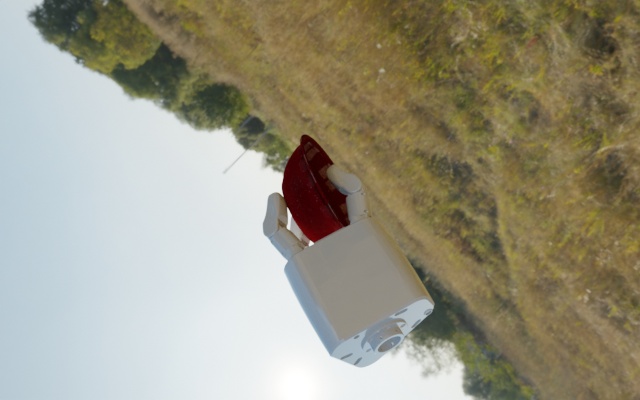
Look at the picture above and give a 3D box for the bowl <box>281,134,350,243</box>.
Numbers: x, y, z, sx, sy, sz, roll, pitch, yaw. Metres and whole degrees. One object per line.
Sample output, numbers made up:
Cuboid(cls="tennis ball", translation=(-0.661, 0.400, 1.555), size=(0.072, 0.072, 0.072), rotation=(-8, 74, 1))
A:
Cuboid(cls="bowl", translation=(0.000, 0.001, 0.584), size=(0.055, 0.162, 0.162), rotation=(-30, -8, 14))
